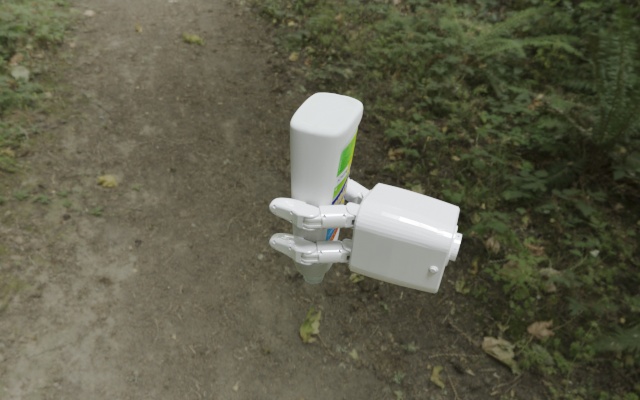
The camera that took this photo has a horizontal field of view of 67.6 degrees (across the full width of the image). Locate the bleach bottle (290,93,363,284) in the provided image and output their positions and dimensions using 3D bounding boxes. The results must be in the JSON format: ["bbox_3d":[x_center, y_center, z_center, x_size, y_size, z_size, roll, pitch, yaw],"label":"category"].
[{"bbox_3d":[0.000,0.002,0.599,0.068,0.251,0.102,15,38,14],"label":"bleach bottle"}]
